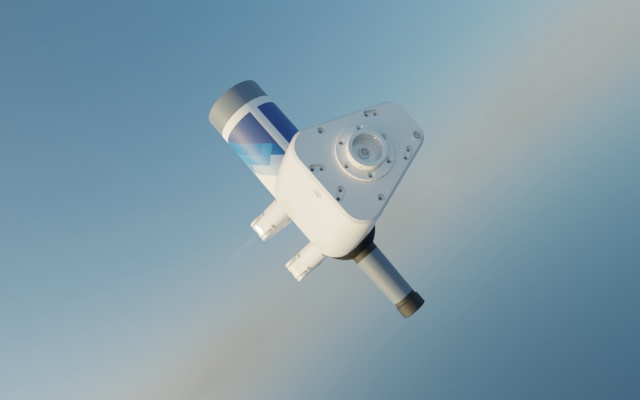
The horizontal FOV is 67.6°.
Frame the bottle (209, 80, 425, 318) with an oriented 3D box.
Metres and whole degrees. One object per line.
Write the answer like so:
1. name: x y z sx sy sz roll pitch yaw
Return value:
1. bottle: 0.000 0.001 0.505 0.069 0.295 0.069 -40 -7 -6
